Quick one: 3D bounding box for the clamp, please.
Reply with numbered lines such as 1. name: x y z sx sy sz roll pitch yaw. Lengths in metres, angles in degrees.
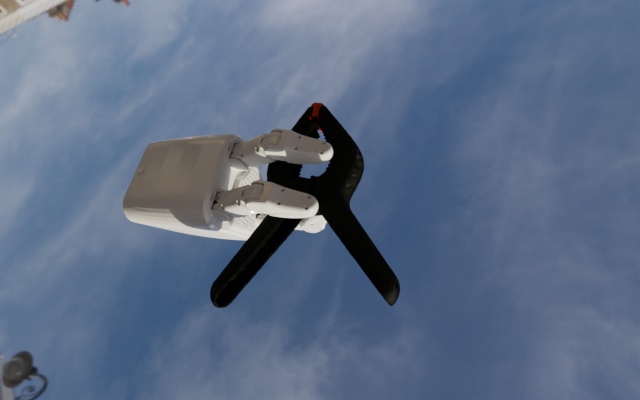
1. clamp: 0.000 0.001 0.428 0.164 0.210 0.036 2 -28 23
